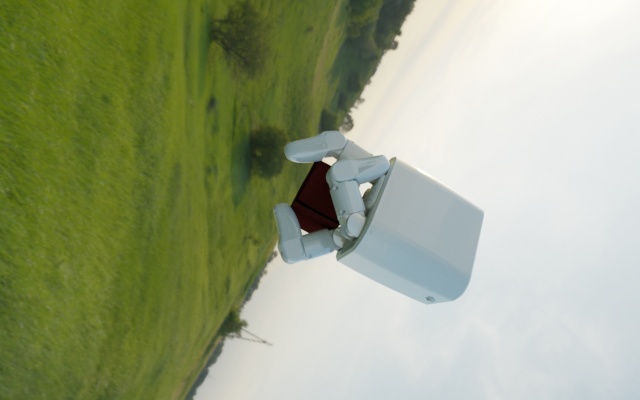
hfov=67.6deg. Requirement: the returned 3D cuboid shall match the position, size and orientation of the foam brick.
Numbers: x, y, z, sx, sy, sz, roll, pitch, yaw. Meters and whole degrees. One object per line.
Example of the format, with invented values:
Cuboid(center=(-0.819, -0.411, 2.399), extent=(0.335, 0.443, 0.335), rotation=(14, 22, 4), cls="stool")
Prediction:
Cuboid(center=(0.000, 0.002, 0.497), extent=(0.051, 0.053, 0.078), rotation=(28, -19, -3), cls="foam brick")
